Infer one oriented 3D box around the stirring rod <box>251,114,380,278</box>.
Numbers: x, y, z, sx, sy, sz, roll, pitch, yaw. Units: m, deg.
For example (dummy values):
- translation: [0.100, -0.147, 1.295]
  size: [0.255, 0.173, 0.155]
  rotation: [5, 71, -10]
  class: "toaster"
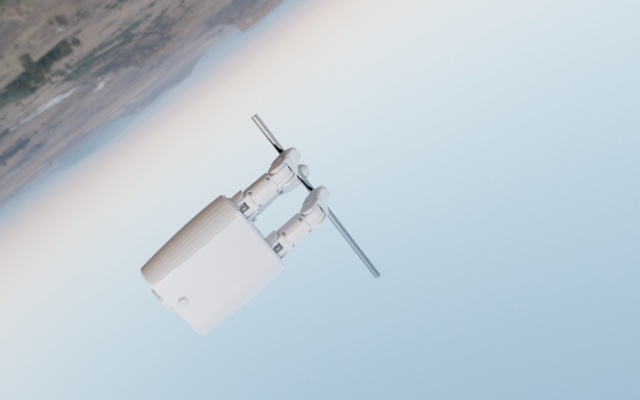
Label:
- translation: [0.000, 0.002, 0.537]
  size: [0.011, 0.239, 0.011]
  rotation: [-32, 21, 14]
  class: "stirring rod"
